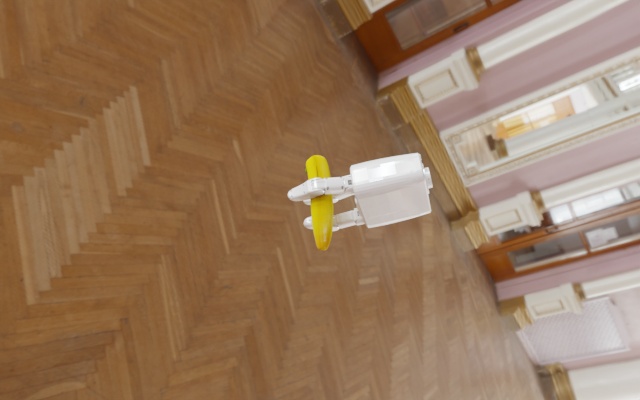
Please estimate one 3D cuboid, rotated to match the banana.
[{"bbox_3d":[0.000,-0.013,0.763,0.037,0.070,0.197,-4,43,-3],"label":"banana"}]
